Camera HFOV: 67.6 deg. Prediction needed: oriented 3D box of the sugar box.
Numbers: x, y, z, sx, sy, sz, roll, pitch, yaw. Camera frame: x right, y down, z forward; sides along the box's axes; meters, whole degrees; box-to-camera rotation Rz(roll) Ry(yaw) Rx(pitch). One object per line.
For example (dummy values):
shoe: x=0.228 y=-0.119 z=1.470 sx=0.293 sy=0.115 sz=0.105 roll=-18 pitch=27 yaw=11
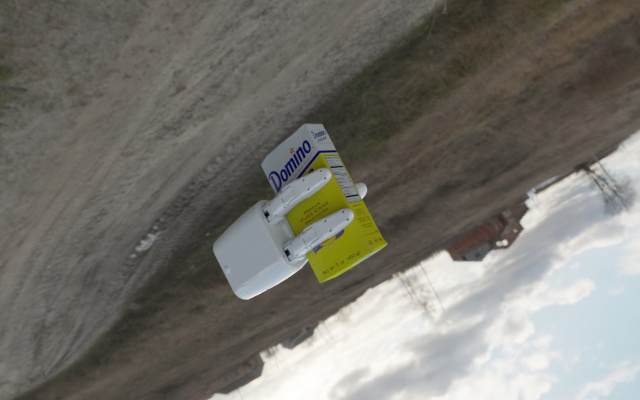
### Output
sugar box: x=0.000 y=0.002 z=0.592 sx=0.093 sy=0.176 sz=0.048 roll=-37 pitch=-13 yaw=33
